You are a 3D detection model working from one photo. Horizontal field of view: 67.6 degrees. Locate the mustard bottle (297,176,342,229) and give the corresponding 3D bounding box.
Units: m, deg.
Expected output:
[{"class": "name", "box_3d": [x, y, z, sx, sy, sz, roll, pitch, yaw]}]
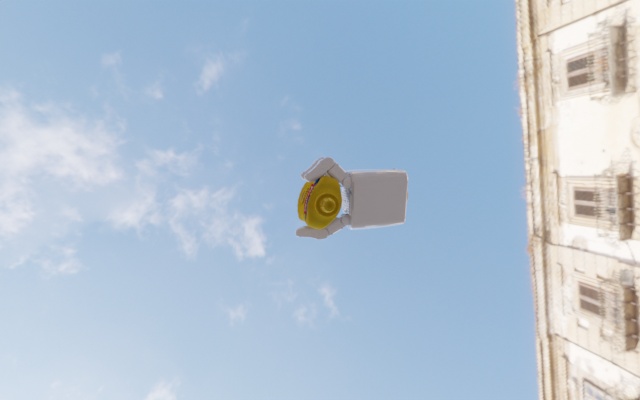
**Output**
[{"class": "mustard bottle", "box_3d": [0.000, 0.003, 0.865, 0.058, 0.096, 0.191, 21, 0, -10]}]
